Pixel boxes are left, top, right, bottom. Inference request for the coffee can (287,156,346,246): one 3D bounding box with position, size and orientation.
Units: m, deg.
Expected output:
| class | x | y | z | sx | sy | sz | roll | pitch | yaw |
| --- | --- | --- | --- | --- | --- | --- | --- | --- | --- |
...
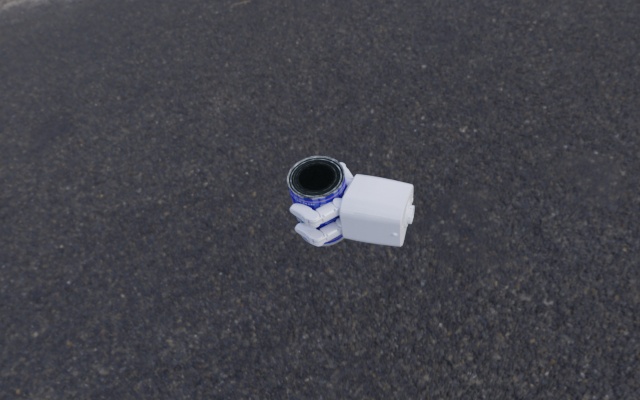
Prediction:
| class | x | y | z | sx | sy | sz | roll | pitch | yaw |
| --- | --- | --- | --- | --- | --- | --- | --- | --- | --- |
| coffee can | 0.000 | 0.003 | 0.882 | 0.103 | 0.102 | 0.140 | 0 | -40 | 9 |
